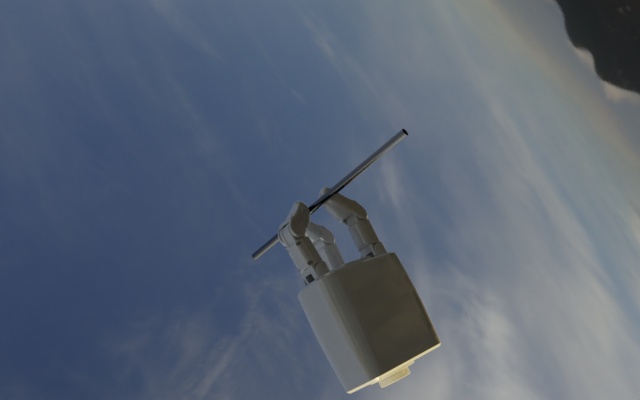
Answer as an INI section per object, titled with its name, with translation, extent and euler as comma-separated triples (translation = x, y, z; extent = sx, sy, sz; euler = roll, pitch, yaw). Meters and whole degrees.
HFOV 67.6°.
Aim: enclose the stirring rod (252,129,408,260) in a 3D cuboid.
[stirring rod]
translation = 0.000, 0.002, 0.507
extent = 0.240, 0.011, 0.011
euler = -40, -24, 32
